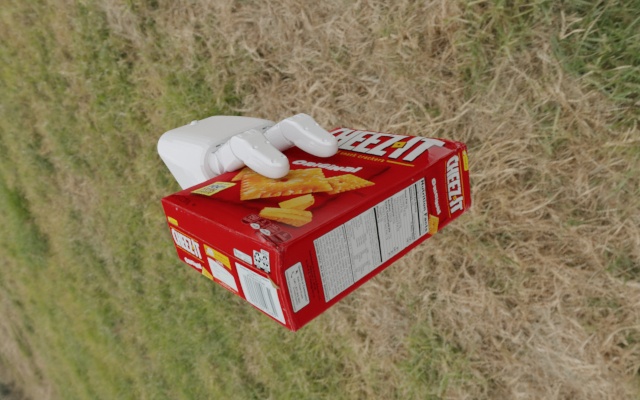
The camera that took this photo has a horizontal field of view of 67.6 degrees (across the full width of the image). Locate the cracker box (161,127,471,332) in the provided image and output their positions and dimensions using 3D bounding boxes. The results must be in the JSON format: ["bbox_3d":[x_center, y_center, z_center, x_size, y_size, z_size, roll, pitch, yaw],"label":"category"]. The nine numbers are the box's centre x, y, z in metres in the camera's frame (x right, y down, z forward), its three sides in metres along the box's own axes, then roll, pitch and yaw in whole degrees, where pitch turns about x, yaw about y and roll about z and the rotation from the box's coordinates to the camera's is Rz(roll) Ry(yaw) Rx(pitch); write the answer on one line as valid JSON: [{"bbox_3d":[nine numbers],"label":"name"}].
[{"bbox_3d":[0.000,0.002,0.413,0.213,0.072,0.164,-28,30,-35],"label":"cracker box"}]
